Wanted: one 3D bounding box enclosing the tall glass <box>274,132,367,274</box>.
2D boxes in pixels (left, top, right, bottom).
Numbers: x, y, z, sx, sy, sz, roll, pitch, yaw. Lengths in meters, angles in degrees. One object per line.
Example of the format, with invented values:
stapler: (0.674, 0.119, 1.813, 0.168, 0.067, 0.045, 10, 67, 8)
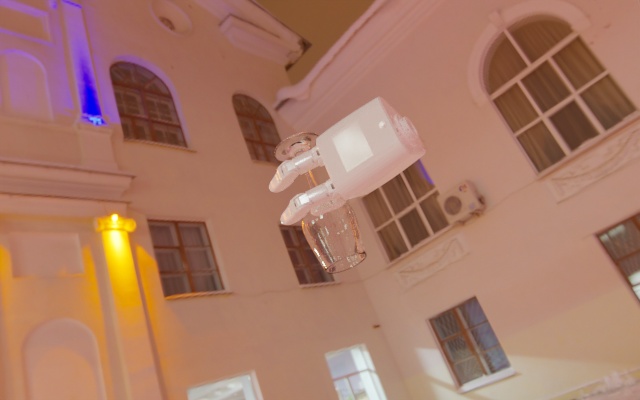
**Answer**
tall glass: (0.000, 0.002, 0.691, 0.079, 0.201, 0.079, -19, -23, -8)
